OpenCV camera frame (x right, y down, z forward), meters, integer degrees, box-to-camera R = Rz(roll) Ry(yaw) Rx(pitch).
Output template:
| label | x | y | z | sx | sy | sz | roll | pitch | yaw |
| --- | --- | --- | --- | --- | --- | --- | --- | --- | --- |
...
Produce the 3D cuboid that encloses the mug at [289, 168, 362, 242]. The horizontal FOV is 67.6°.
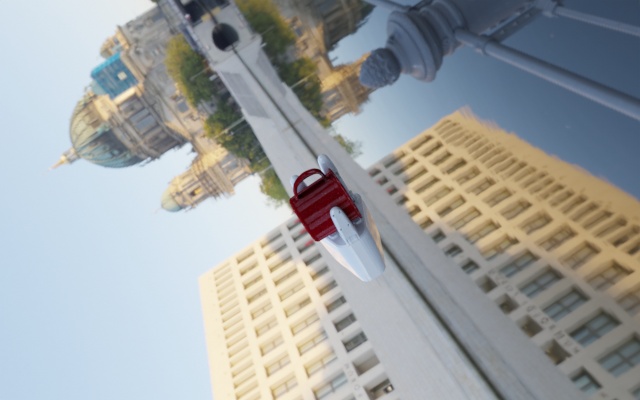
| label | x | y | z | sx | sy | sz | roll | pitch | yaw |
| --- | --- | --- | --- | --- | --- | --- | --- | --- | --- |
| mug | -0.001 | 0.002 | 0.729 | 0.081 | 0.117 | 0.093 | -33 | 37 | 0 |
